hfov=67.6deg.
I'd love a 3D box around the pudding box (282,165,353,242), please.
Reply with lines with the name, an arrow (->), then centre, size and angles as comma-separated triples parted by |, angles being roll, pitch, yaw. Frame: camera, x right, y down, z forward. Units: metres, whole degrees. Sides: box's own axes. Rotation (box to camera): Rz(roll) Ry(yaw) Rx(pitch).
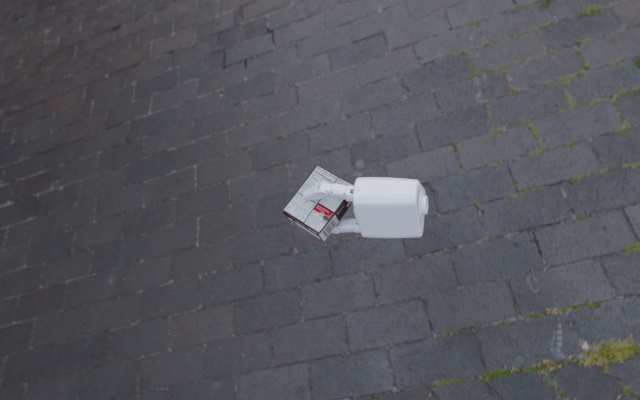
pudding box -> 0.000, 0.003, 0.860 | 0.090, 0.113, 0.039 | 31, -15, 27
